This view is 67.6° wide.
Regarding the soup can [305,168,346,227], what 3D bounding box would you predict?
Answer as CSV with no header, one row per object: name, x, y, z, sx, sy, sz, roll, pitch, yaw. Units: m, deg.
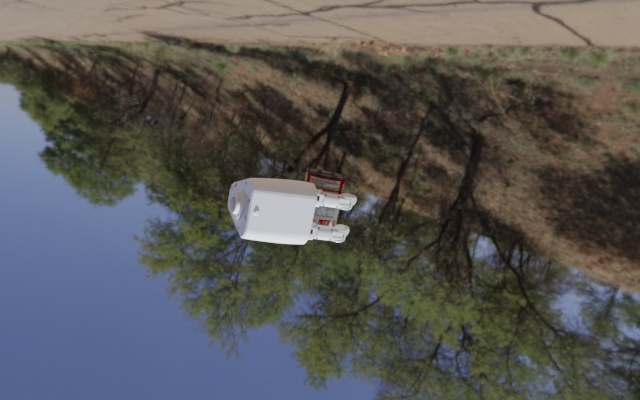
soup can,0.000,0.003,0.801,0.068,0.102,0.068,11,10,-2
